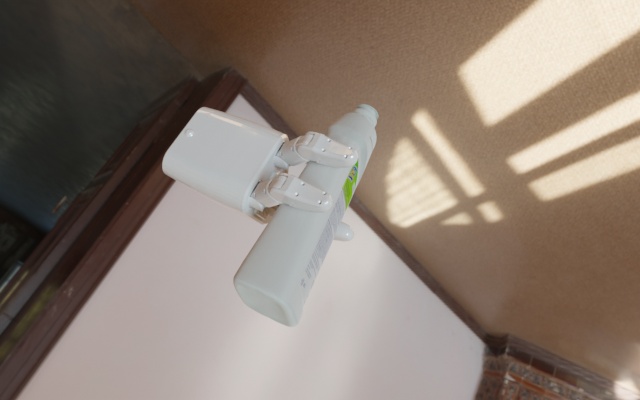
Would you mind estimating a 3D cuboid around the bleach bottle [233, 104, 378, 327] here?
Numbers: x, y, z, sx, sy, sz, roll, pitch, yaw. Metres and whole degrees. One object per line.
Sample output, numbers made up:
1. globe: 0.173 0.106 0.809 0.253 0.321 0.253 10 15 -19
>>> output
1. bleach bottle: 0.000 0.002 0.510 0.068 0.250 0.103 23 -26 13
